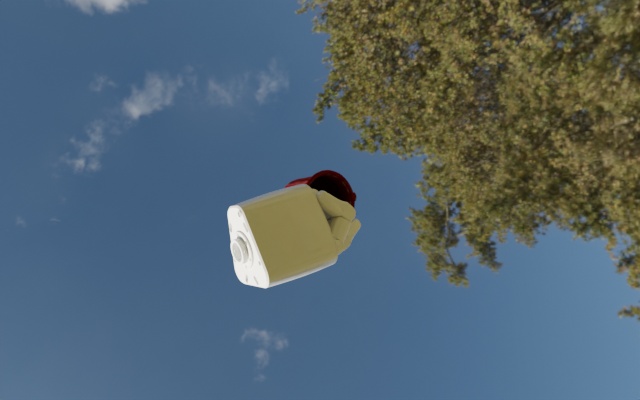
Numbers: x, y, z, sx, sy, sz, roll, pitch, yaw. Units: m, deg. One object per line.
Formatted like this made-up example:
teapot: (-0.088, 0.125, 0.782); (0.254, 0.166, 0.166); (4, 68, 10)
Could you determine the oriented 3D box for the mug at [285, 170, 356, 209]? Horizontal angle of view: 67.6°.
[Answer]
mug: (0.001, 0.002, 0.725); (0.117, 0.093, 0.081); (-14, 5, -35)
